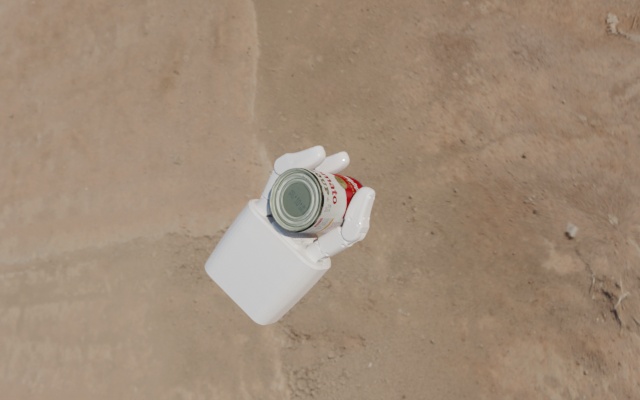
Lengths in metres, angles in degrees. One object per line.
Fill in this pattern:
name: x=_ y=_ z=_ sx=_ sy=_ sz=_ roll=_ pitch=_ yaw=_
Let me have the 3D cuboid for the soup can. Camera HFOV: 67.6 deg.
soup can: x=0.000 y=0.001 z=0.524 sx=0.068 sy=0.068 sz=0.102 roll=0 pitch=-3 yaw=32
